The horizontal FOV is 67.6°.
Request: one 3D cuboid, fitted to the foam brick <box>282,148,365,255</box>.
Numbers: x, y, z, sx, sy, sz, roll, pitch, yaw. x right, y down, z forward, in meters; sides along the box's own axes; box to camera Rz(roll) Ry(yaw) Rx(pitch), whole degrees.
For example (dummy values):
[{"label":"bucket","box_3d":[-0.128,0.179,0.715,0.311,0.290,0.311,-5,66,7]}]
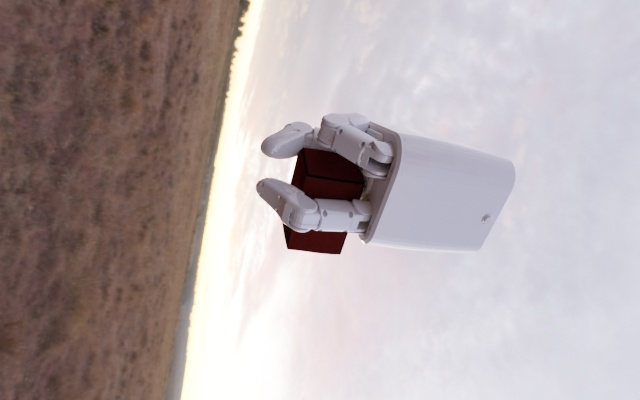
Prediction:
[{"label":"foam brick","box_3d":[0.000,0.002,0.422,0.051,0.078,0.053,8,32,-15]}]
